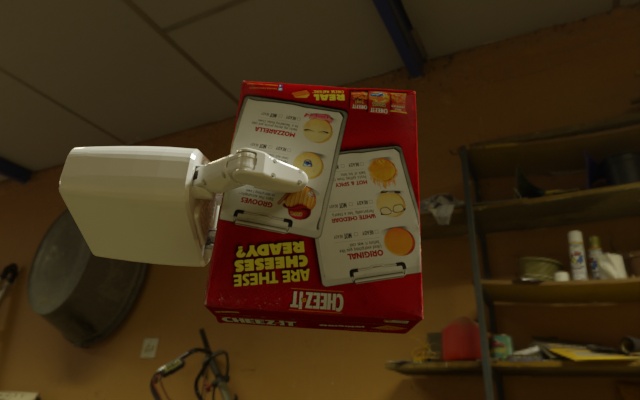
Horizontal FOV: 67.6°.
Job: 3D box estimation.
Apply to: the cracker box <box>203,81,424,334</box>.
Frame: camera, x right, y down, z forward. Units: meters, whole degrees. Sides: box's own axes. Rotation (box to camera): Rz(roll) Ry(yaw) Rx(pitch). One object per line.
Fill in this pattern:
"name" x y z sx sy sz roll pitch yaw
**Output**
"cracker box" 0.000 0.001 0.422 0.164 0.213 0.072 4 -26 0
